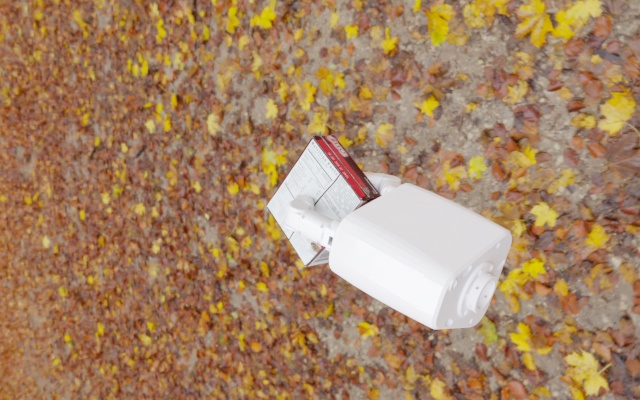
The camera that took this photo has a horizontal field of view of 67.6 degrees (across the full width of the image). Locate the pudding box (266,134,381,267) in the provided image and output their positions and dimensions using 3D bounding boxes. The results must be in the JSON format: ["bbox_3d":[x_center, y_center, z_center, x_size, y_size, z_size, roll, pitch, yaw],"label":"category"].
[{"bbox_3d":[0.000,0.002,0.497,0.039,0.090,0.113,-8,-35,-47],"label":"pudding box"}]
